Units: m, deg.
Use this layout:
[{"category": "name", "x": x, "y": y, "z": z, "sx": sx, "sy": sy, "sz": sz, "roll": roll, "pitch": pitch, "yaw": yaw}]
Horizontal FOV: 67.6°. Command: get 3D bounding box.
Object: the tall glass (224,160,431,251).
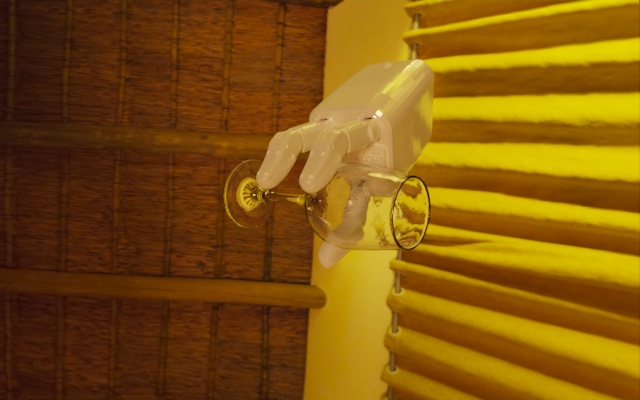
[{"category": "tall glass", "x": -0.001, "y": 0.002, "z": 0.452, "sx": 0.201, "sy": 0.079, "sz": 0.079, "roll": 7, "pitch": 5, "yaw": 41}]
